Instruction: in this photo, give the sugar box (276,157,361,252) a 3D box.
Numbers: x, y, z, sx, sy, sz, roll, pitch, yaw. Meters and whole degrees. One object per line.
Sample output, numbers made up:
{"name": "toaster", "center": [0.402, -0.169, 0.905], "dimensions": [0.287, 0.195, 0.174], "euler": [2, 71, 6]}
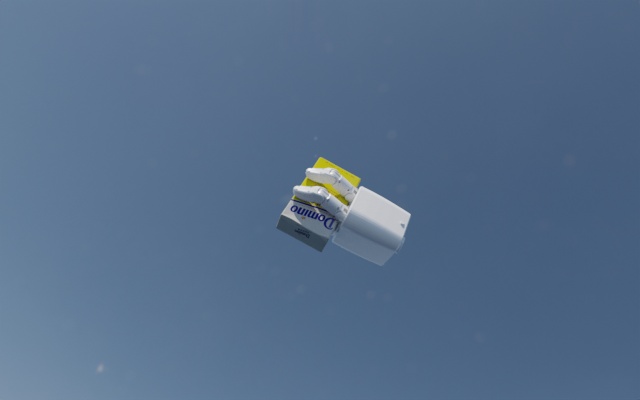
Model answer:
{"name": "sugar box", "center": [0.000, 0.002, 0.868], "dimensions": [0.093, 0.048, 0.176], "euler": [28, 44, 2]}
